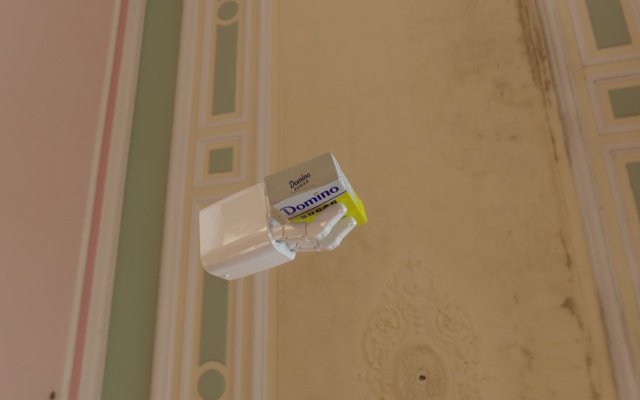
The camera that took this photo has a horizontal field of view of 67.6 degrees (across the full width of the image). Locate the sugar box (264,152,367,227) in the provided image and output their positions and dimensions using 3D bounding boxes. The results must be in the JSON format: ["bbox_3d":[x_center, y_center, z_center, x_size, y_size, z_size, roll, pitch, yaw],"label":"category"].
[{"bbox_3d":[0.000,0.003,0.654,0.093,0.048,0.176,-21,-22,10],"label":"sugar box"}]
